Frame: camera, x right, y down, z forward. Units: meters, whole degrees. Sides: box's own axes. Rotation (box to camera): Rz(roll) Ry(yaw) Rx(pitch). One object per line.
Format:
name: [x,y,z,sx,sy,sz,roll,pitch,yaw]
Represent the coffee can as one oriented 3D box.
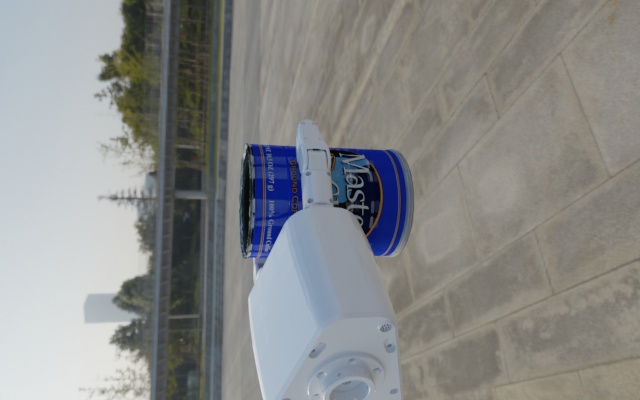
coffee can: [0.000,0.001,0.439,0.140,0.103,0.103,1,0,-14]
